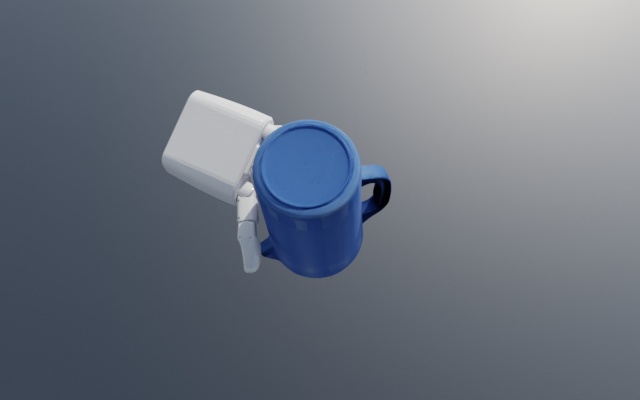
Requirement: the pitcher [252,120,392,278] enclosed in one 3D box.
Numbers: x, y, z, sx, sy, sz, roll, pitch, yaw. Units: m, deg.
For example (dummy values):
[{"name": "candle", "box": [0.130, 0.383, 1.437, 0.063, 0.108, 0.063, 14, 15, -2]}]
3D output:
[{"name": "pitcher", "box": [0.000, 0.002, 0.574, 0.145, 0.149, 0.243, 23, -17, 9]}]
